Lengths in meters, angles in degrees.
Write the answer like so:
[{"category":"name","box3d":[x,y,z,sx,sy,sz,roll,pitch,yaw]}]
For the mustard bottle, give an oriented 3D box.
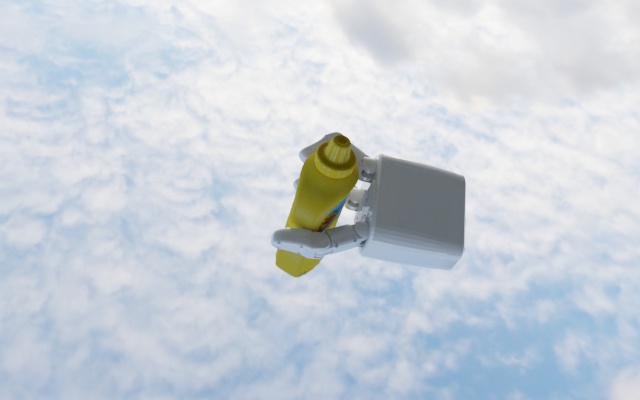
[{"category":"mustard bottle","box3d":[0.000,0.002,0.526,0.058,0.096,0.192,31,-39,9]}]
